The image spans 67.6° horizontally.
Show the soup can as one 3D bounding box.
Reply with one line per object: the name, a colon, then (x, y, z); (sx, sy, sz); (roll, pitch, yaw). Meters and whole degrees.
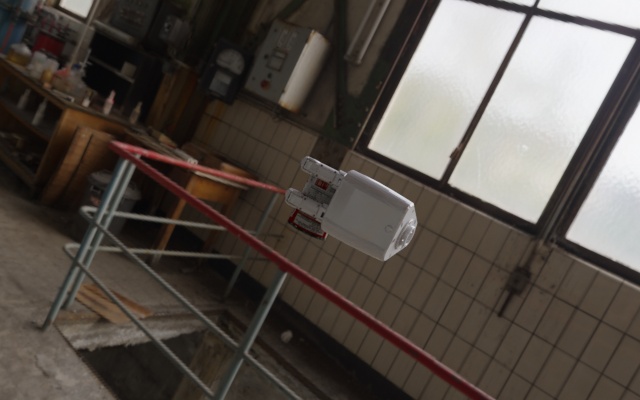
soup can: (0.000, 0.002, 0.747); (0.068, 0.102, 0.068); (26, 5, -3)
